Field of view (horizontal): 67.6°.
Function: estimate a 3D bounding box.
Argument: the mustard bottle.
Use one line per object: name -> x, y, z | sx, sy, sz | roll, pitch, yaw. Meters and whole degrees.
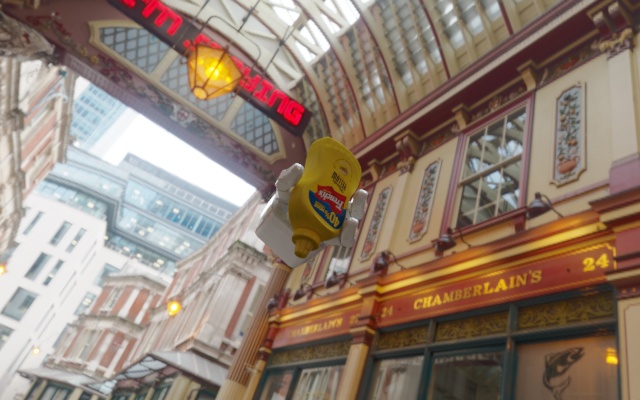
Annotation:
mustard bottle -> 0.000, 0.002, 0.713 | 0.058, 0.191, 0.096 | -14, -48, 41
